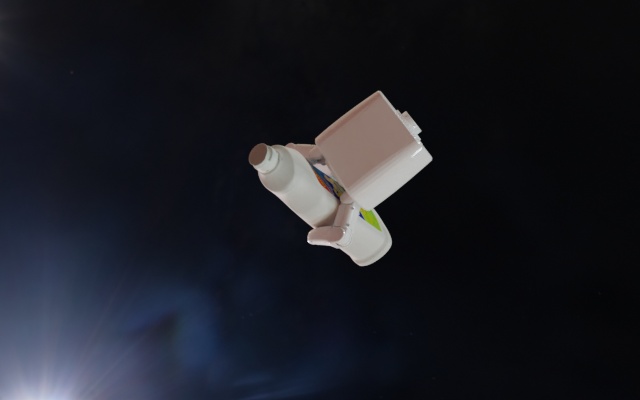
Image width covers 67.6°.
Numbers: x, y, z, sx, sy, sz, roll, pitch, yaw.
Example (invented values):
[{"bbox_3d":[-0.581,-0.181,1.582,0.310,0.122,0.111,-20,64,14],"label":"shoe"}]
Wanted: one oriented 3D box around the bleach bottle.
[{"bbox_3d":[0.000,0.002,0.632,0.068,0.102,0.251,-38,-40,14],"label":"bleach bottle"}]
